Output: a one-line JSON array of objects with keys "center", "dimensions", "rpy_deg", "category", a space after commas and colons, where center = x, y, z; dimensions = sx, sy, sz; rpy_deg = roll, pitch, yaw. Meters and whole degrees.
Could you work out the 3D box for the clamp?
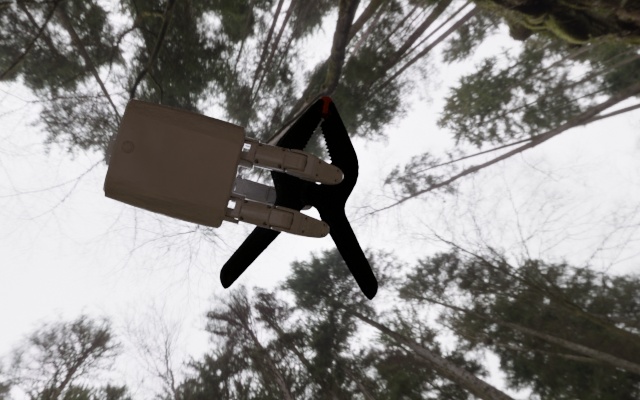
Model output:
[{"center": [0.000, 0.001, 0.492], "dimensions": [0.164, 0.210, 0.036], "rpy_deg": [15, -7, -18], "category": "clamp"}]
